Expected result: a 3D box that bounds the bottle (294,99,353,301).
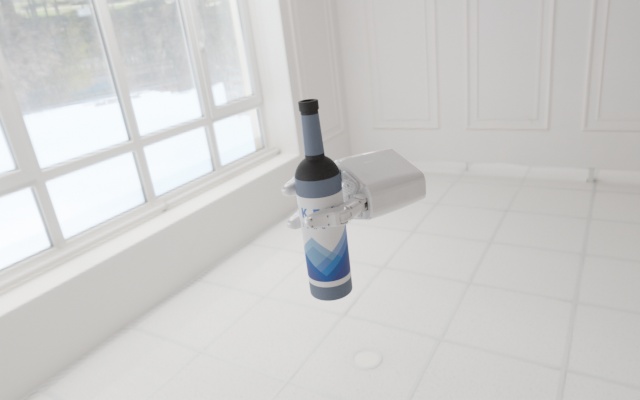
[{"bbox_3d":[0.000,0.003,0.694,0.069,0.296,0.069,-6,21,2],"label":"bottle"}]
